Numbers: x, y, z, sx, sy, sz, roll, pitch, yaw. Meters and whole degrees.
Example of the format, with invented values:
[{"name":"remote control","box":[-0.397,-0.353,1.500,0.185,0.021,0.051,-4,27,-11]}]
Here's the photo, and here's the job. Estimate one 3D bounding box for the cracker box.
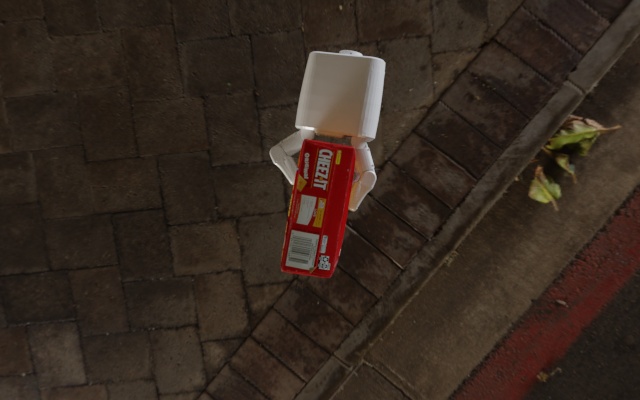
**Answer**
[{"name":"cracker box","box":[0.000,0.002,0.670,0.072,0.164,0.213,10,5,1]}]
